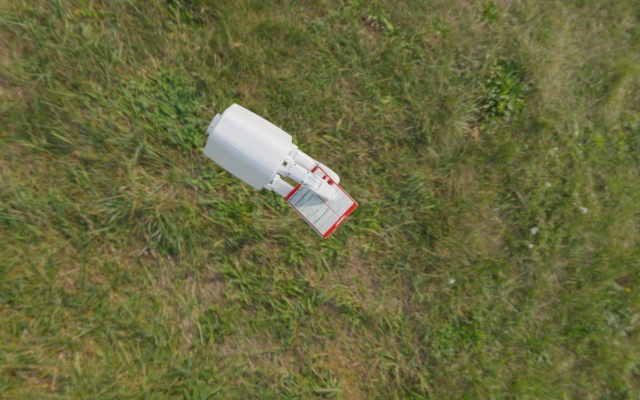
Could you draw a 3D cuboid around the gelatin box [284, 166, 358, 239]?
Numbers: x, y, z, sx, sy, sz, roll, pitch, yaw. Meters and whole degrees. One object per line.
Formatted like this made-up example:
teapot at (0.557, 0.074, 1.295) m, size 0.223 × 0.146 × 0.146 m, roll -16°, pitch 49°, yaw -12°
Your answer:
gelatin box at (0.000, 0.003, 0.732) m, size 0.089 × 0.073 × 0.030 m, roll 45°, pitch -7°, yaw -6°
